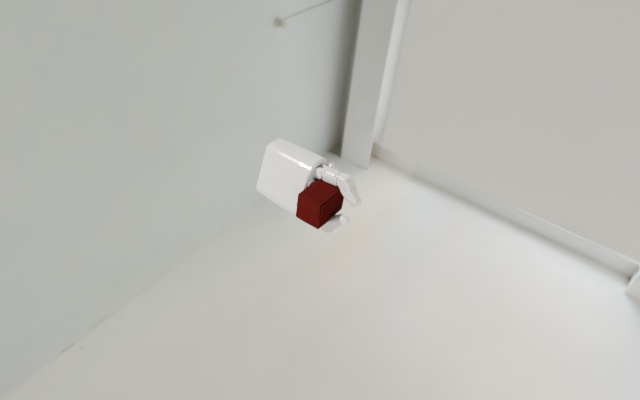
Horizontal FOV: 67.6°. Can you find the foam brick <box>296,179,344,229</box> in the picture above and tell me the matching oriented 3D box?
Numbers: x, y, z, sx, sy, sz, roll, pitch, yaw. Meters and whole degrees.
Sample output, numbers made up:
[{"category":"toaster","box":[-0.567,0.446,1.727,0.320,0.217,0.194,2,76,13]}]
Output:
[{"category":"foam brick","box":[0.000,0.003,0.837,0.051,0.053,0.078,29,42,22]}]
